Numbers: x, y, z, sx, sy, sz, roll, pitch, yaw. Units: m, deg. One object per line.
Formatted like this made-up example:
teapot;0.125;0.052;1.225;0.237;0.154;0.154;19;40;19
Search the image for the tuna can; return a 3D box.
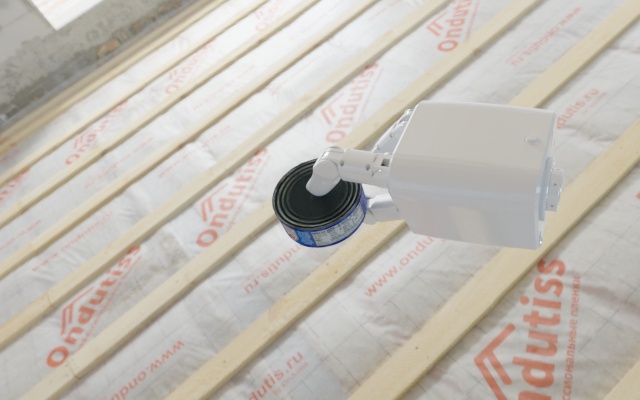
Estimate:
tuna can;0.000;0.002;0.450;0.086;0.086;0.034;0;-38;19
